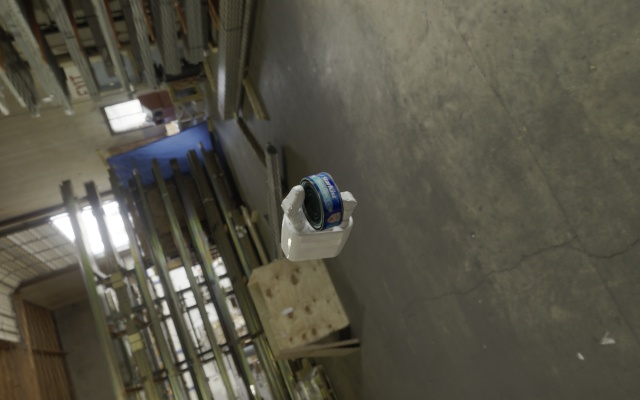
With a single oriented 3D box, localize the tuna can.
[{"bbox_3d":[0.000,0.002,0.723,0.034,0.086,0.086,-16,6,-23],"label":"tuna can"}]
